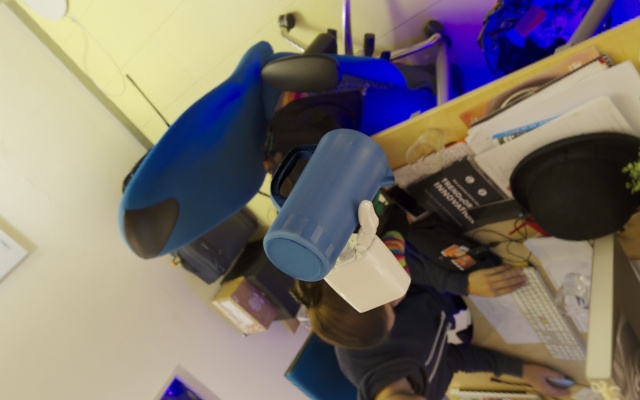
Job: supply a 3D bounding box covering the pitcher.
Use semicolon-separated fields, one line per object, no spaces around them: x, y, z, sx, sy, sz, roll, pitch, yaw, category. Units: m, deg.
0.000;0.003;0.766;0.149;0.145;0.242;-18;30;44;pitcher
